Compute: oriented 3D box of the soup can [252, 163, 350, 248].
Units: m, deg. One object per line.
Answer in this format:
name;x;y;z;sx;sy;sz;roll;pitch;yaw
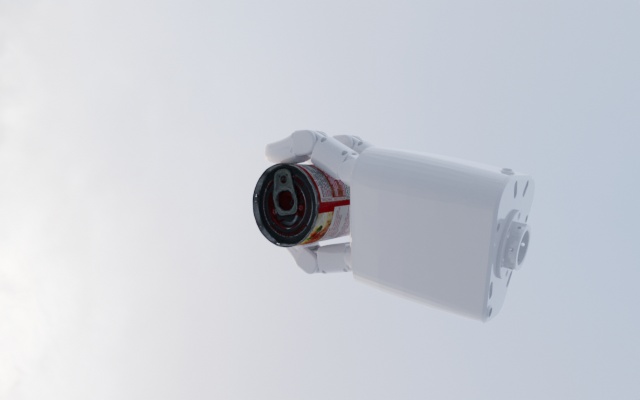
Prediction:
soup can;0.000;0.001;0.420;0.068;0.068;0.102;0;3;37
